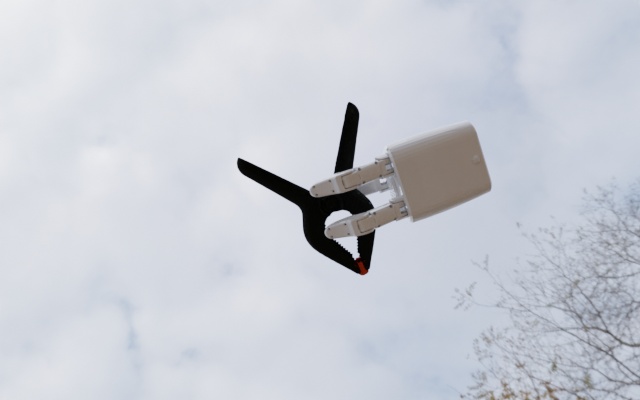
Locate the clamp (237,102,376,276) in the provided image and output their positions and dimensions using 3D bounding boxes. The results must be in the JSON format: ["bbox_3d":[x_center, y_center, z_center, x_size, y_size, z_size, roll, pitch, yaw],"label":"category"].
[{"bbox_3d":[0.000,0.002,0.602,0.164,0.210,0.036,-19,8,3],"label":"clamp"}]
